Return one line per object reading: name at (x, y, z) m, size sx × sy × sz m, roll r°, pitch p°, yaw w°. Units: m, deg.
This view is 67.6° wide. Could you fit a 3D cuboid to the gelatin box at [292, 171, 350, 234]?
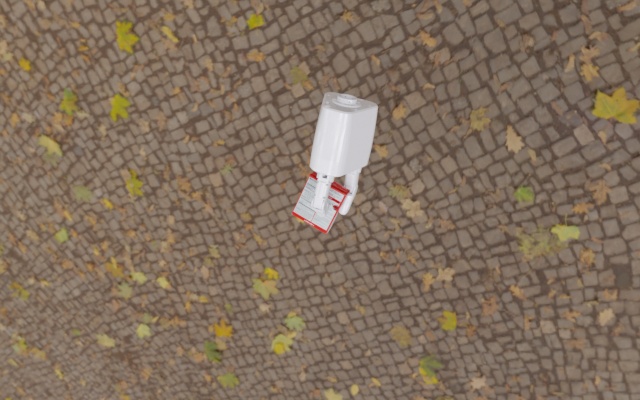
gelatin box at (0.000, 0.003, 0.839) m, size 0.073 × 0.089 × 0.030 m, roll 29°, pitch 26°, yaw 7°
